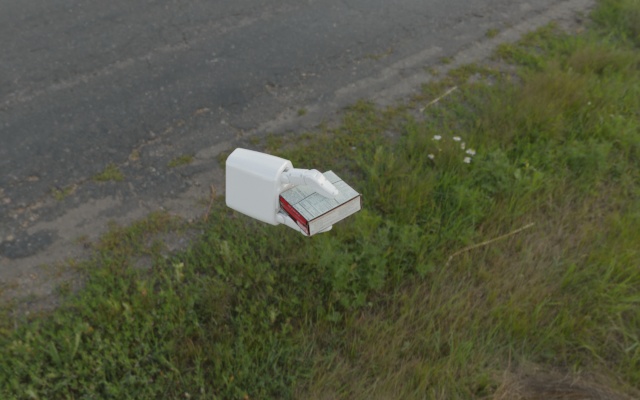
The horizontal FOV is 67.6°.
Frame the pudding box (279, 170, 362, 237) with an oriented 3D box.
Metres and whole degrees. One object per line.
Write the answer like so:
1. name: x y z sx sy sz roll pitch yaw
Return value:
1. pudding box: 0.000 0.002 0.806 0.113 0.039 0.090 -28 47 -23
